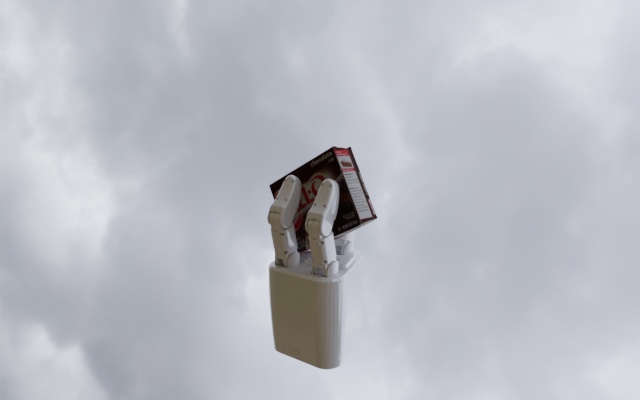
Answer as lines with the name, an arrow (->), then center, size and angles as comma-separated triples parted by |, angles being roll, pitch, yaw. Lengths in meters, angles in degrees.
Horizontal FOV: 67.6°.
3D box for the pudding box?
pudding box -> 0.000, 0.002, 0.543 | 0.113, 0.090, 0.039 | -27, -11, 37
